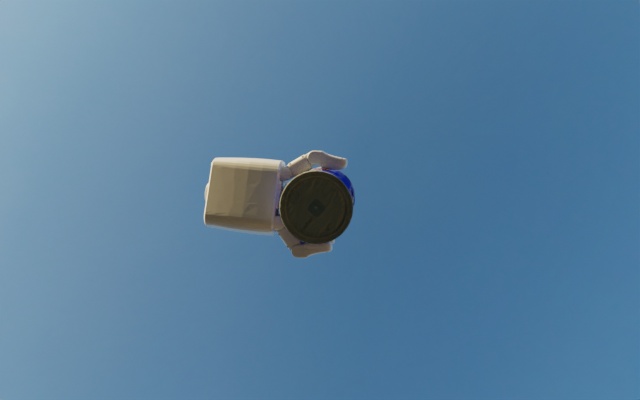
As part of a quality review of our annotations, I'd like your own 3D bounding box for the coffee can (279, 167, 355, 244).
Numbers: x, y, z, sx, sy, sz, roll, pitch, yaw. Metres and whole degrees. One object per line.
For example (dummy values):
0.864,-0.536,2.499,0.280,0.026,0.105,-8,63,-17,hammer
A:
0.000,0.002,0.727,0.103,0.103,0.140,0,6,5,coffee can
